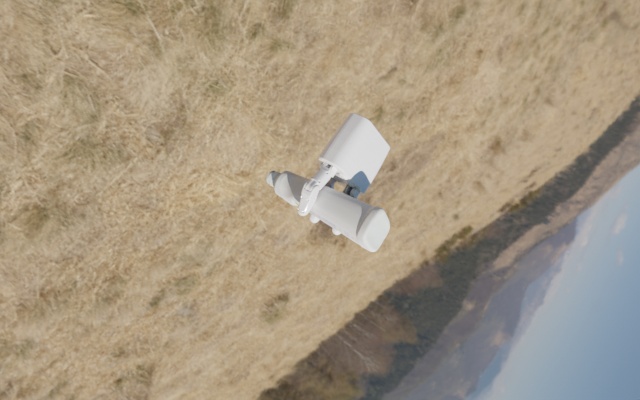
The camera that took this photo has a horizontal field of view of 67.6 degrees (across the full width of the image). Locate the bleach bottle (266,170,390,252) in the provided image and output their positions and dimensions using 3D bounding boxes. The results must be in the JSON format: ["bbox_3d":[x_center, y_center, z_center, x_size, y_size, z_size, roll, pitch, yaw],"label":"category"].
[{"bbox_3d":[0.000,0.003,0.864,0.250,0.068,0.103,28,-12,27],"label":"bleach bottle"}]
